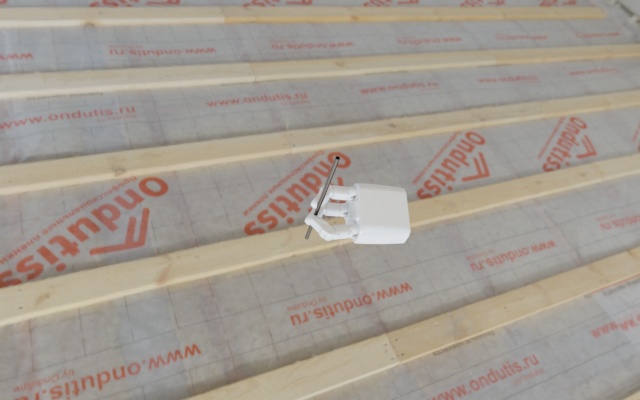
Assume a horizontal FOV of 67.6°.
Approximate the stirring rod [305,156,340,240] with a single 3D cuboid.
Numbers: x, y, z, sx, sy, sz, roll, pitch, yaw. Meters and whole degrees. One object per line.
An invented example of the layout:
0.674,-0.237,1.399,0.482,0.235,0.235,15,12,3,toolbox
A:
0.000,0.003,0.881,0.011,0.011,0.240,0,-38,-17,stirring rod
